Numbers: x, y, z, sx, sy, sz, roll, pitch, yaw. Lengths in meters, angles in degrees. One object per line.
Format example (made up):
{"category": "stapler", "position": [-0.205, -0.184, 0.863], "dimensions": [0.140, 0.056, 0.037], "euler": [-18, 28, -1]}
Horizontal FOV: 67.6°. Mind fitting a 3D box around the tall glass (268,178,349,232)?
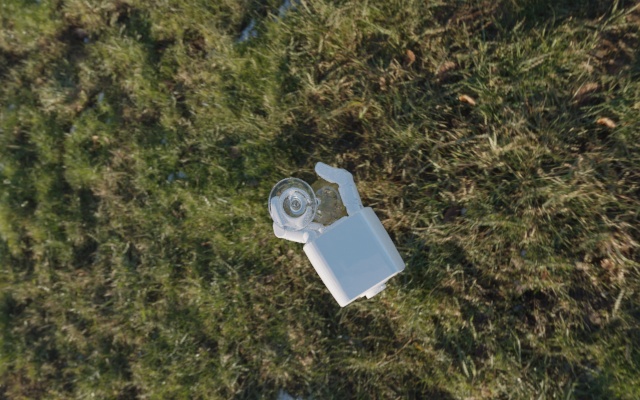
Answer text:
{"category": "tall glass", "position": [0.000, 0.002, 0.745], "dimensions": [0.079, 0.079, 0.201], "euler": [0, 2, 23]}
